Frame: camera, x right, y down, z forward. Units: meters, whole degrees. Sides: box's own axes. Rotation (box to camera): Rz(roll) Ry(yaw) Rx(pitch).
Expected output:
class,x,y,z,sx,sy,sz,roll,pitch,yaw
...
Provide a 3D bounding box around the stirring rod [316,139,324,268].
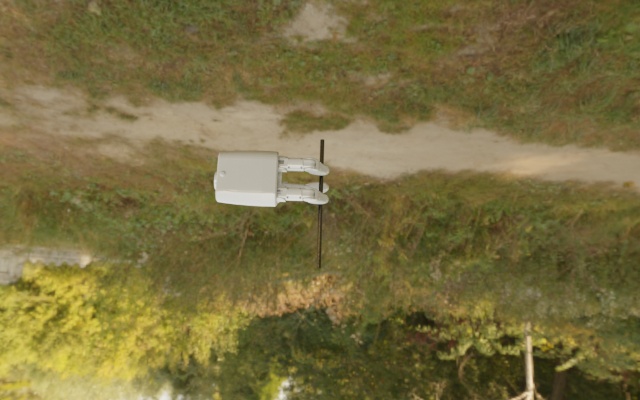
class,x,y,z,sx,sy,sz,roll,pitch,yaw
stirring rod,0.000,0.003,0.874,0.011,0.239,0.011,2,-13,0
